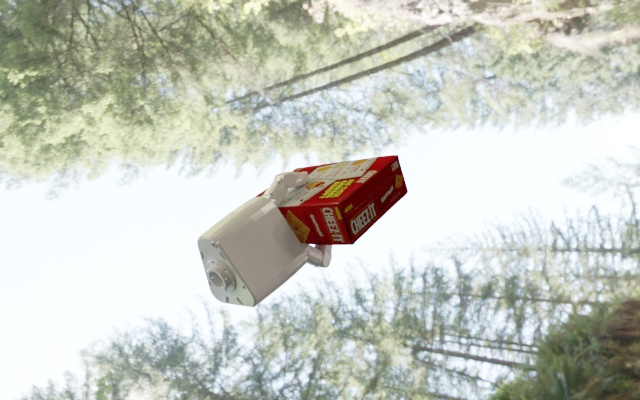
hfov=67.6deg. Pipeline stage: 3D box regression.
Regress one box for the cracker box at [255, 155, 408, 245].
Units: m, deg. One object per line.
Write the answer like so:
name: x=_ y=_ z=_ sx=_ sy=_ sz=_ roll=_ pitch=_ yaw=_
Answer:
cracker box: x=0.000 y=0.002 z=0.726 sx=0.214 sy=0.072 sz=0.164 roll=-3 pitch=25 yaw=42
